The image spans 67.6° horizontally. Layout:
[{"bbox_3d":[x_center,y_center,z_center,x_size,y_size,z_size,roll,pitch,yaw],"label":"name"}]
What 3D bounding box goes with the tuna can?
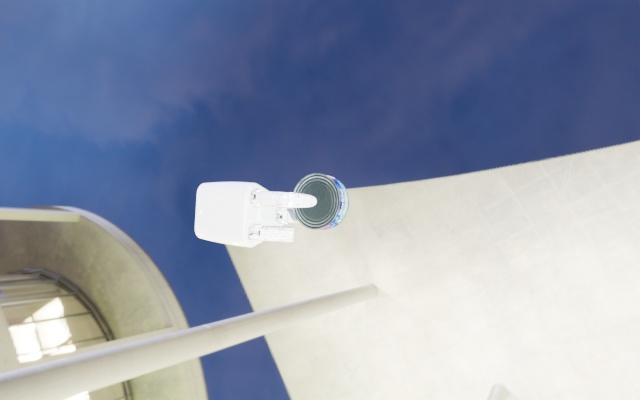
[{"bbox_3d":[0.000,0.002,0.735,0.086,0.086,0.034,0,-4,32],"label":"tuna can"}]
